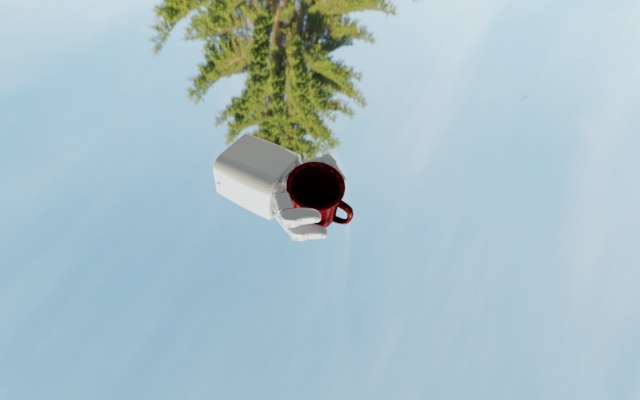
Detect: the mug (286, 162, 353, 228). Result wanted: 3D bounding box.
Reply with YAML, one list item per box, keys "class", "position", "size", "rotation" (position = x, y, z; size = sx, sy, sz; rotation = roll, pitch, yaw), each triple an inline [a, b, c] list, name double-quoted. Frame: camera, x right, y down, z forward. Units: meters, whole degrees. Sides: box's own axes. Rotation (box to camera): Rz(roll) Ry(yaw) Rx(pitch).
- class: "mug"
  position: [0.001, 0.003, 0.778]
  size: [0.117, 0.093, 0.082]
  rotation: [26, -31, 10]
